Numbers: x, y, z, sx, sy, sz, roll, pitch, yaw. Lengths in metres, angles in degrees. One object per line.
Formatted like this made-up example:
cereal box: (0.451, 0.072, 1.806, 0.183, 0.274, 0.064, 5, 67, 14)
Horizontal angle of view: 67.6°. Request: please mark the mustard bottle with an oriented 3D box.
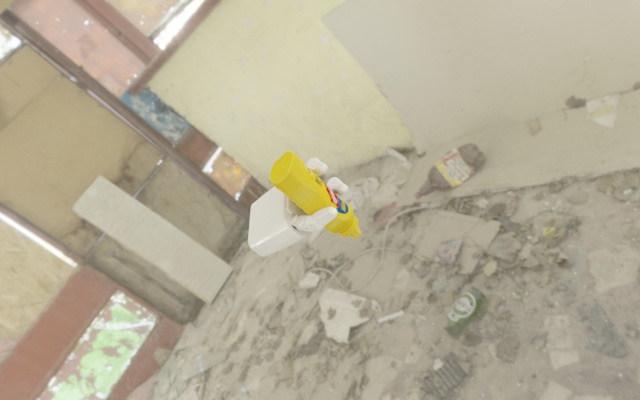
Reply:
mustard bottle: (0.000, 0.002, 0.812, 0.192, 0.058, 0.096, 43, 14, -23)
